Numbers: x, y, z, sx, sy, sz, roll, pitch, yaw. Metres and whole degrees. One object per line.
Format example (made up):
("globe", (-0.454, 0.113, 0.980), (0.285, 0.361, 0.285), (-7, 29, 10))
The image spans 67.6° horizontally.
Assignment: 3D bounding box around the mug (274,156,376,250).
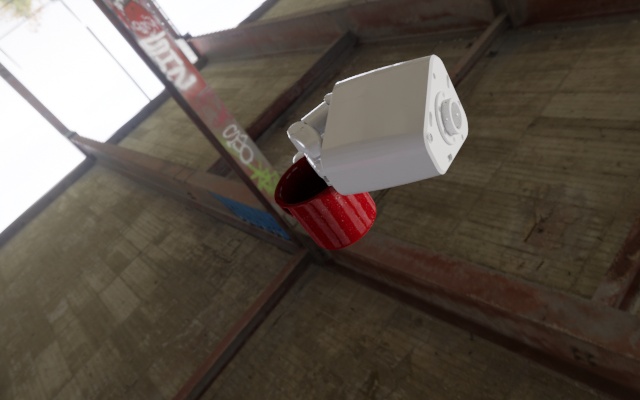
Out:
("mug", (-0.001, 0.002, 0.537), (0.117, 0.093, 0.081), (-9, -49, 37))
